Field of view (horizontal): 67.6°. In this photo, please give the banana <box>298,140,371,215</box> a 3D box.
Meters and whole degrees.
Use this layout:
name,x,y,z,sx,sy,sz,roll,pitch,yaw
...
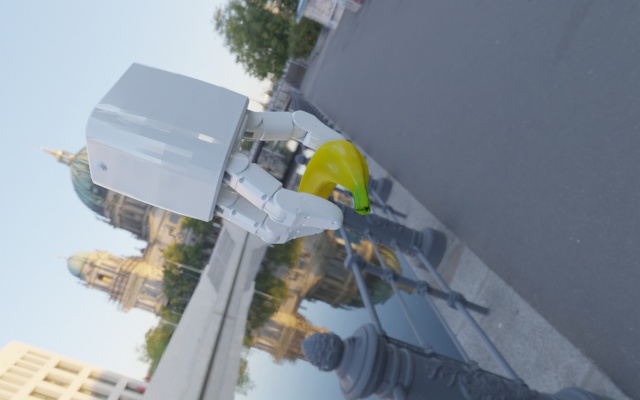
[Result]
name,x,y,z,sx,sy,sz,roll,pitch,yaw
banana,0.005,-0.017,0.449,0.037,0.069,0.198,13,-8,-12
